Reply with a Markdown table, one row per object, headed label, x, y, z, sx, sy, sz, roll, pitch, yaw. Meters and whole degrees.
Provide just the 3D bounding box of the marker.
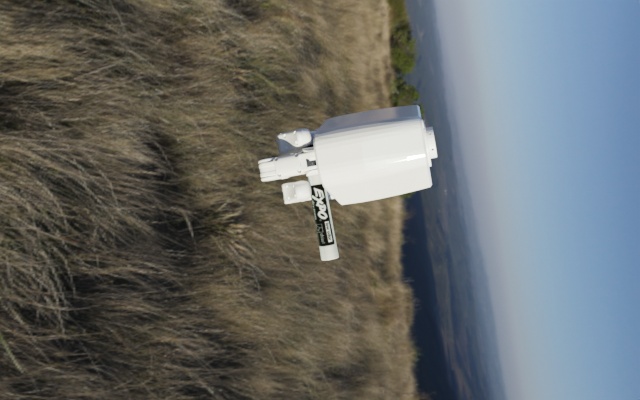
| label | x | y | z | sx | sy | sz | roll | pitch | yaw |
| --- | --- | --- | --- | --- | --- | --- | --- | --- | --- |
| marker | 0.000 | 0.002 | 0.499 | 0.020 | 0.121 | 0.020 | -10 | 1 | 0 |
